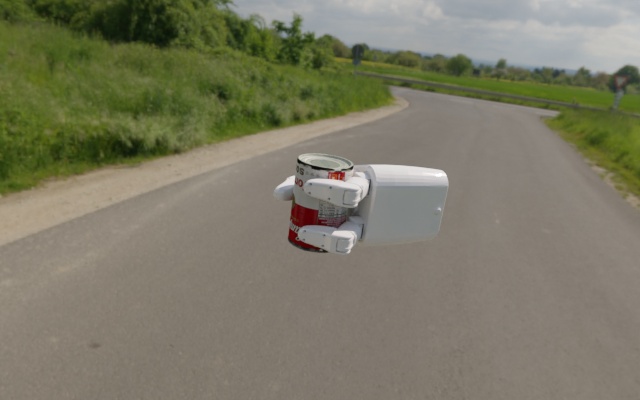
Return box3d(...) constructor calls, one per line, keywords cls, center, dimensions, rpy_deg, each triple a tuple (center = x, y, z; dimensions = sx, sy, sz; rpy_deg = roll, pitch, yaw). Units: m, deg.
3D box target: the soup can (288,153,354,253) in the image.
box3d(cls="soup can", center=(0.000, 0.002, 0.564), dimensions=(0.068, 0.102, 0.068), rpy_deg=(7, 19, -2))
